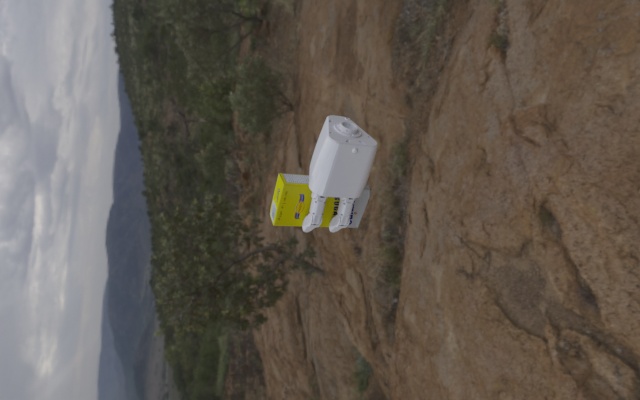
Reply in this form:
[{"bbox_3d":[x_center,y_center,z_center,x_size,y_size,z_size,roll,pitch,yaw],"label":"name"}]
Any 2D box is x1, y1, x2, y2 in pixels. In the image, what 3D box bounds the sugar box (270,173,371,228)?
[{"bbox_3d":[0.000,0.003,0.892,0.176,0.093,0.048,3,33,-21],"label":"sugar box"}]
